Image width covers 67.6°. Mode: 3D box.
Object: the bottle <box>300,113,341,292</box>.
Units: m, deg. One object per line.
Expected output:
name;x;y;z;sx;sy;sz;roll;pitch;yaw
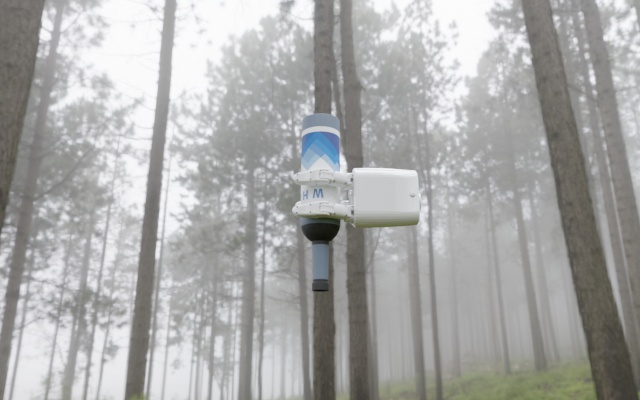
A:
bottle;0.000;0.002;0.800;0.069;0.295;0.069;0;-16;0
